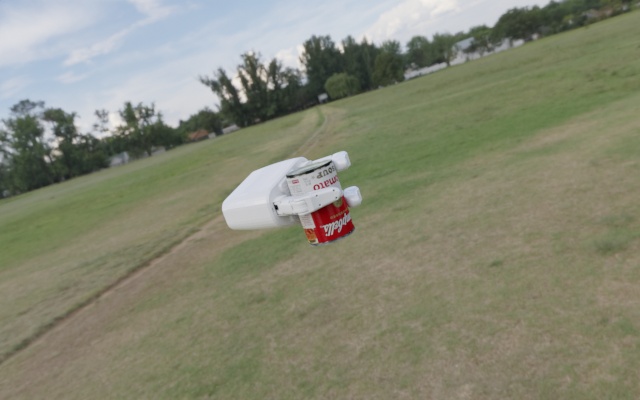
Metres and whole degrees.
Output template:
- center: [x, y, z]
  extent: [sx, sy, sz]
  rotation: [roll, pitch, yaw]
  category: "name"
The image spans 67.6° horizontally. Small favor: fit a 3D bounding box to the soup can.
- center: [0.000, 0.002, 0.651]
  extent: [0.068, 0.102, 0.068]
  rotation: [-18, 11, 4]
  category: "soup can"
